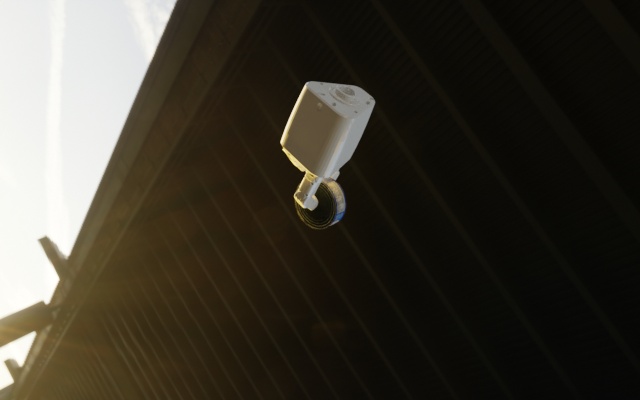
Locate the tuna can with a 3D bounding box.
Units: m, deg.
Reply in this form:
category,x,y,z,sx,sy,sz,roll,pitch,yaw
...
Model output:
category,x,y,z,sx,sy,sz,roll,pitch,yaw
tuna can,0.000,0.002,0.790,0.086,0.086,0.033,0,14,39
